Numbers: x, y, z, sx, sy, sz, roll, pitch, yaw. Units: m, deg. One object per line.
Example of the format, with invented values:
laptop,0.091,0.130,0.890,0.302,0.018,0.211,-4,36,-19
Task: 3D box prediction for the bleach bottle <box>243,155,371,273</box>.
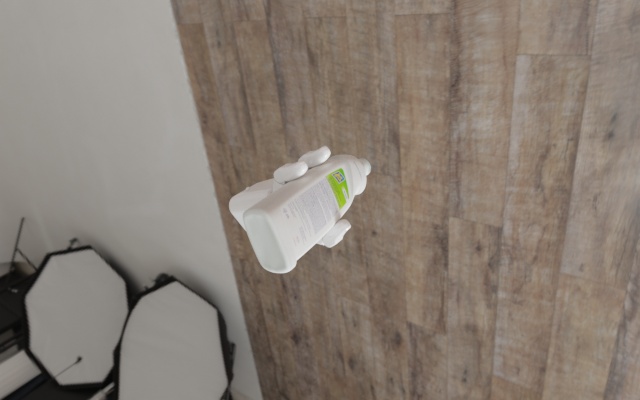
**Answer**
bleach bottle,0.000,0.002,0.723,0.068,0.102,0.250,-4,22,43
